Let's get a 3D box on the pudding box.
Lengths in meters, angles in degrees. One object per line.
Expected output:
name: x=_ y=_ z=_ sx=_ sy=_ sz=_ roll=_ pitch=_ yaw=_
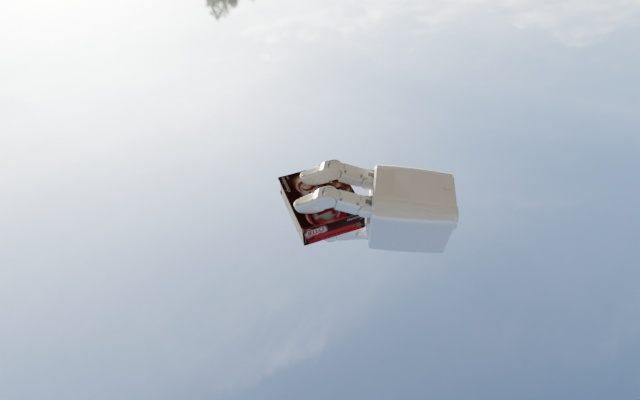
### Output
pudding box: x=0.000 y=0.002 z=0.661 sx=0.090 sy=0.039 sz=0.113 roll=-16 pitch=44 yaw=-14
